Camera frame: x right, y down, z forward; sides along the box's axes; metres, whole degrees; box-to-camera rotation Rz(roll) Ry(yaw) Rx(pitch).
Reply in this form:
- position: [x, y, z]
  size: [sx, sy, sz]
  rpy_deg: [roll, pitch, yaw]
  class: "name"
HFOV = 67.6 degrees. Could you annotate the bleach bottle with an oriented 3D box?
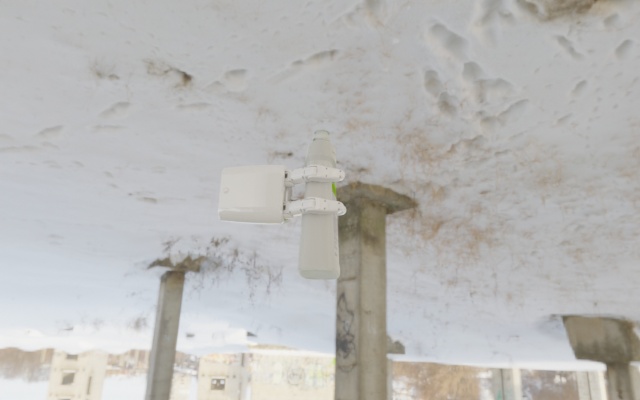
- position: [0.000, 0.003, 0.813]
  size: [0.068, 0.250, 0.103]
  rpy_deg: [0, -18, 5]
  class: "bleach bottle"
